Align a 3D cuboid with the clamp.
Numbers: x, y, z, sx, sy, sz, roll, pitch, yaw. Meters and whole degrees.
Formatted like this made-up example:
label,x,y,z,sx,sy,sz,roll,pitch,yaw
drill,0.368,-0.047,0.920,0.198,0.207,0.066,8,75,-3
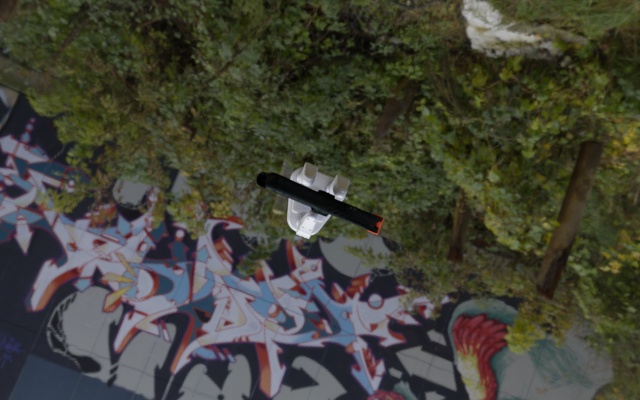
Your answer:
label,x,y,z,sx,sy,sz,roll,pitch,yaw
clamp,0.000,0.003,0.720,0.210,0.036,0.164,22,0,-6
